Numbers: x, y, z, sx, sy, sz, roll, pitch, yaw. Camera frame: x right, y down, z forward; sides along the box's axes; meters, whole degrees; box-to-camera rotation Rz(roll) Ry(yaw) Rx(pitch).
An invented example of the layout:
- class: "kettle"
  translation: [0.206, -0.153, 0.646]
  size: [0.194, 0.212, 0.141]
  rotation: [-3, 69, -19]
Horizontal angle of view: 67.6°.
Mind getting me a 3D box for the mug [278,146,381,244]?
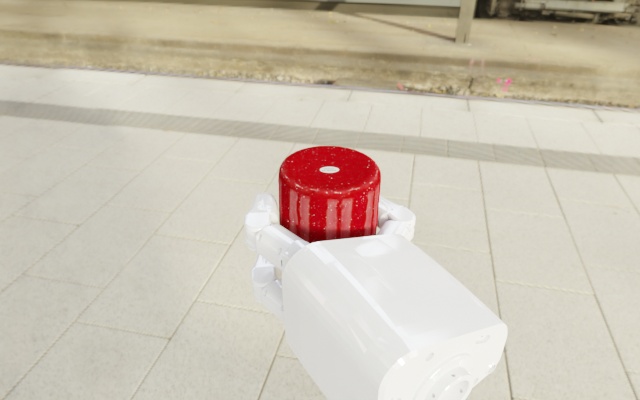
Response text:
- class: "mug"
  translation: [-0.001, 0.000, 0.406]
  size: [0.093, 0.082, 0.117]
  rotation: [-18, 38, -28]
